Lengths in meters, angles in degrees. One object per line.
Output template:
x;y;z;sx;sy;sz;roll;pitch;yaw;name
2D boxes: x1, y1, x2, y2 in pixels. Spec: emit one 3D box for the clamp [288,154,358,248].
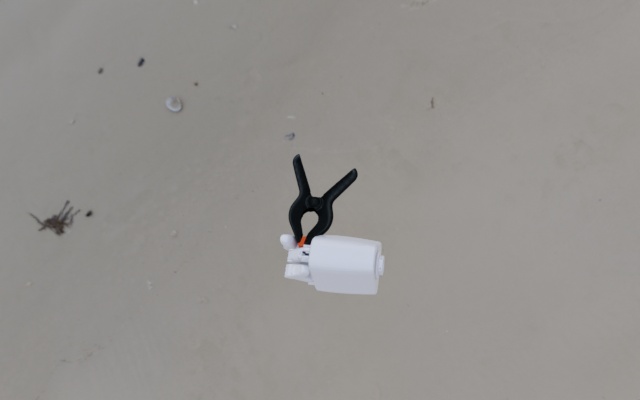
0.000;0.003;0.849;0.120;0.171;0.039;5;-13;10;clamp
